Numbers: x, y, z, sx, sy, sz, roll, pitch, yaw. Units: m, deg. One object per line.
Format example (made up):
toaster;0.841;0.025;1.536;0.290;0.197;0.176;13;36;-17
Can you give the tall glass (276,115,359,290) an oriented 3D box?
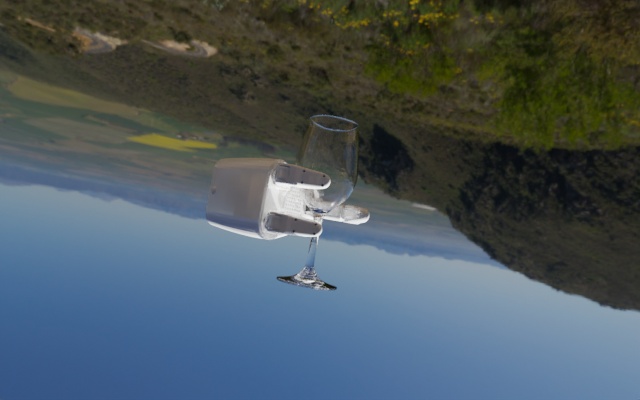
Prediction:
tall glass;0.000;0.003;0.579;0.079;0.201;0.079;10;-4;1
